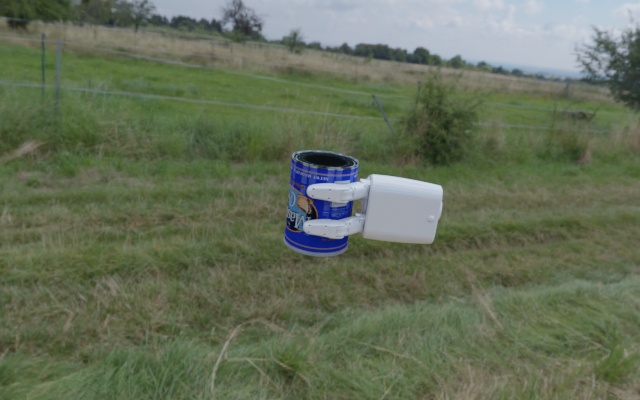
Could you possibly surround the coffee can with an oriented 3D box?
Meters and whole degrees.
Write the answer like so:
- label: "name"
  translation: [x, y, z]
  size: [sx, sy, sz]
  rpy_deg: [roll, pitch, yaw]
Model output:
- label: "coffee can"
  translation: [0.000, 0.003, 0.739]
  size: [0.103, 0.140, 0.102]
  rpy_deg: [6, 19, -2]
